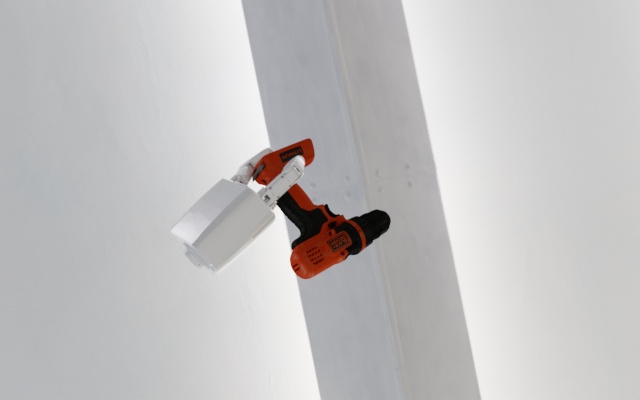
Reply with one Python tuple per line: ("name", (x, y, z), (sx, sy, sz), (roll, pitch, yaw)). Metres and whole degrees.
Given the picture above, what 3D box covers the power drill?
("power drill", (0.000, 0.002, 0.707), (0.184, 0.187, 0.057), (-25, -13, -36))
